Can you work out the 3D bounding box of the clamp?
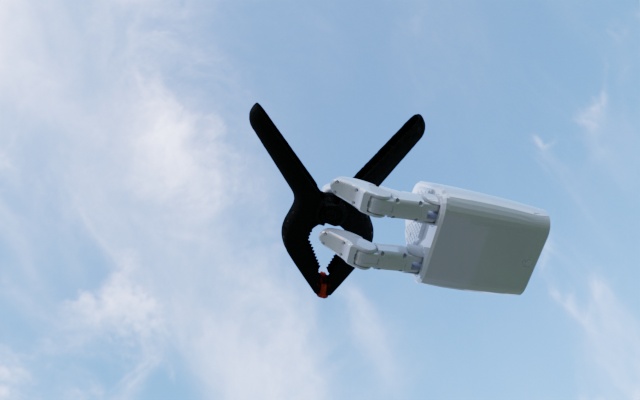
[{"bbox_3d":[0.000,0.002,0.481,0.164,0.210,0.036,10,23,-5],"label":"clamp"}]
